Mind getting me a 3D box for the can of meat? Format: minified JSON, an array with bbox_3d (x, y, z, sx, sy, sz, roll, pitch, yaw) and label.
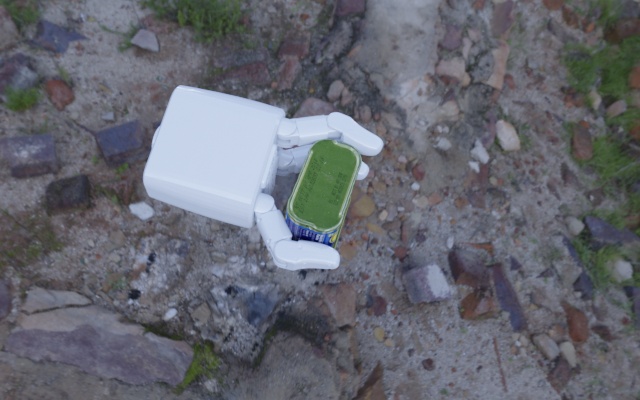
[{"bbox_3d":[0.000,0.001,0.470,0.057,0.102,0.084,18,-28,3],"label":"can of meat"}]
